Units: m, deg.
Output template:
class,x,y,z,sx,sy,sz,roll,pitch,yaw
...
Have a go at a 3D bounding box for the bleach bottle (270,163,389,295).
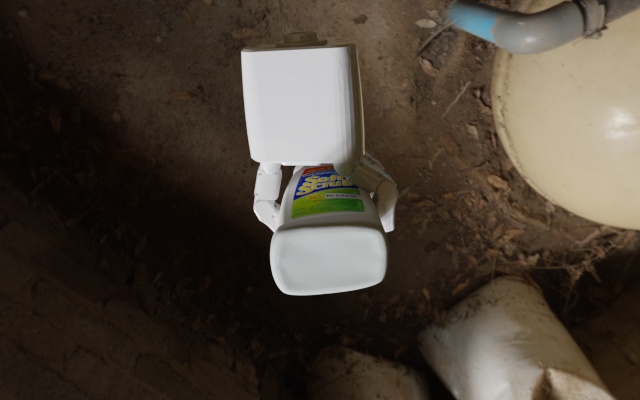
class,x,y,z,sx,sy,sz,roll,pitch,yaw
bleach bottle,0.000,0.002,0.505,0.102,0.068,0.250,-4,23,-3
